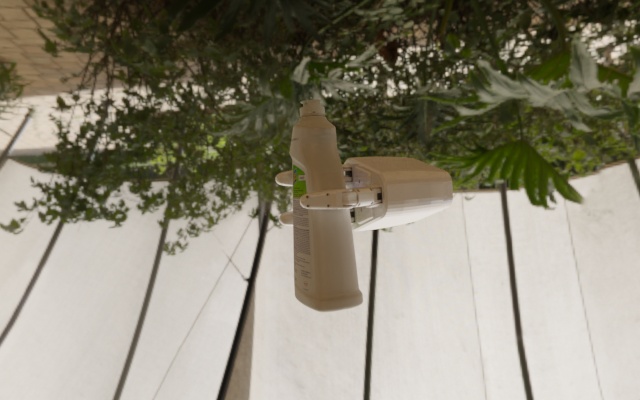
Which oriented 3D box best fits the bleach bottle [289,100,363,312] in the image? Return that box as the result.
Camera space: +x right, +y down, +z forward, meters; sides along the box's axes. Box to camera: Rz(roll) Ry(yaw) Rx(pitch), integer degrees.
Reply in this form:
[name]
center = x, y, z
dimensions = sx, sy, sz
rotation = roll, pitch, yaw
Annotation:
[bleach bottle]
center = 0.000, 0.002, 0.591
dimensions = 0.068, 0.251, 0.102
rotation = -5, 3, -24
